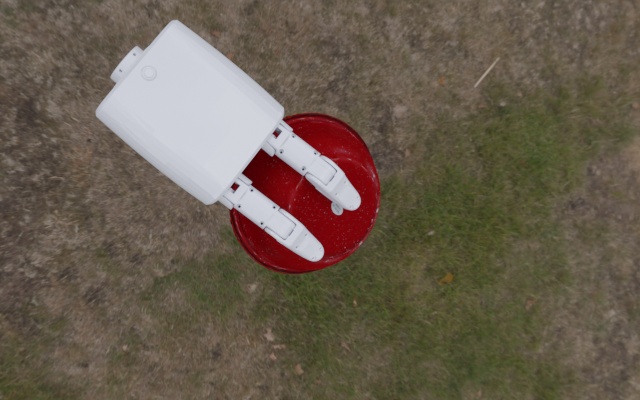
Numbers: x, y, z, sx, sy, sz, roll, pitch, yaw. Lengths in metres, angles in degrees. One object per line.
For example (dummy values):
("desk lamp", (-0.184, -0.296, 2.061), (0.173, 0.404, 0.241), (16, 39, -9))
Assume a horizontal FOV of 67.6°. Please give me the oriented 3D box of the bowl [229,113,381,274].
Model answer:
("bowl", (0.001, 0.002, 0.446), (0.162, 0.162, 0.055), (0, 13, -30))
